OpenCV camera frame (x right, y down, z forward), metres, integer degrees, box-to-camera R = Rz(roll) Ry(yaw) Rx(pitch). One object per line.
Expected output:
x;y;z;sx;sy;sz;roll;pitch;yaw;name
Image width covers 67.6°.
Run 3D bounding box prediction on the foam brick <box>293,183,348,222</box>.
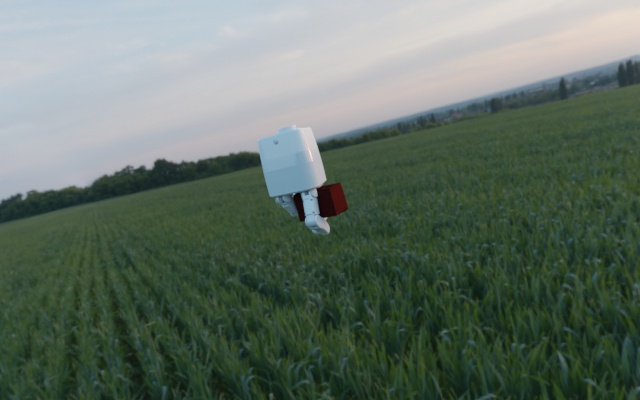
0.000;0.003;0.861;0.078;0.051;0.053;-10;8;28;foam brick
